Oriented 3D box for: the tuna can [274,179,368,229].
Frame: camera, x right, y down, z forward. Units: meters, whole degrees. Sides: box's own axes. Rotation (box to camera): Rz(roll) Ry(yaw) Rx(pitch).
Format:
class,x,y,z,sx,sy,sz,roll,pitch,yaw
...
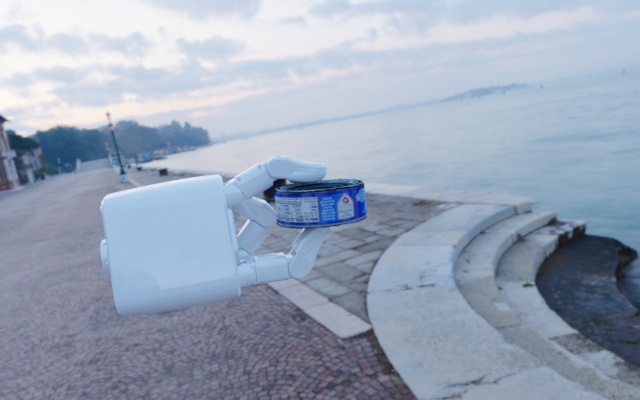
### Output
class,x,y,z,sx,sy,sz,roll,pitch,yaw
tuna can,0.000,0.001,0.446,0.086,0.034,0.086,-5,8,1
